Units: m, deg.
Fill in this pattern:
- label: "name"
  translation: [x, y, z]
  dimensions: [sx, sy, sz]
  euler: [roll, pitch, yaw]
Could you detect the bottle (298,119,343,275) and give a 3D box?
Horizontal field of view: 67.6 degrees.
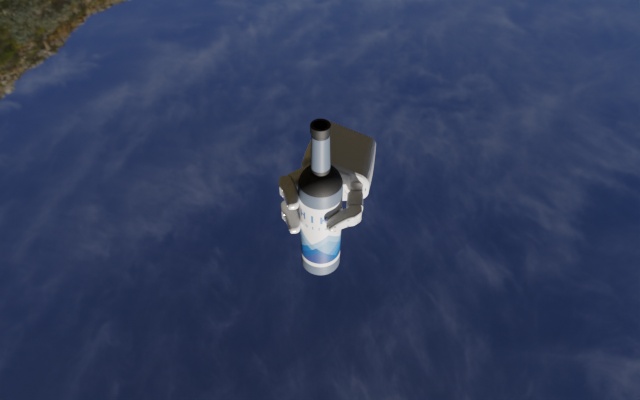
- label: "bottle"
  translation: [0.000, 0.003, 0.728]
  dimensions: [0.069, 0.069, 0.296]
  euler: [0, -43, 0]
